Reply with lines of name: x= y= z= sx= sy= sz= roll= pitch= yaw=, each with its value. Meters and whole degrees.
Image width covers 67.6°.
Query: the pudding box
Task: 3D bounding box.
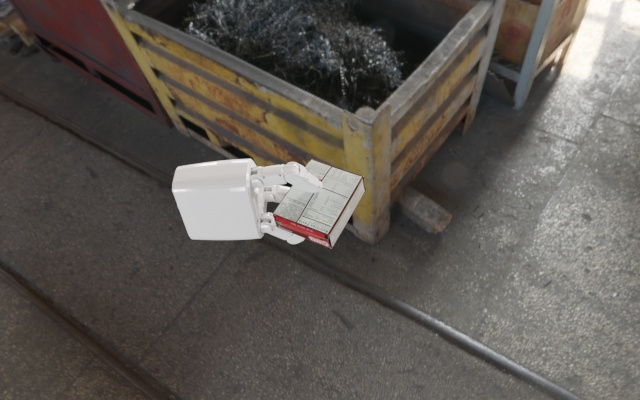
pudding box: x=0.000 y=0.002 z=0.670 sx=0.090 sy=0.113 sz=0.039 roll=21 pitch=-29 yaw=21
